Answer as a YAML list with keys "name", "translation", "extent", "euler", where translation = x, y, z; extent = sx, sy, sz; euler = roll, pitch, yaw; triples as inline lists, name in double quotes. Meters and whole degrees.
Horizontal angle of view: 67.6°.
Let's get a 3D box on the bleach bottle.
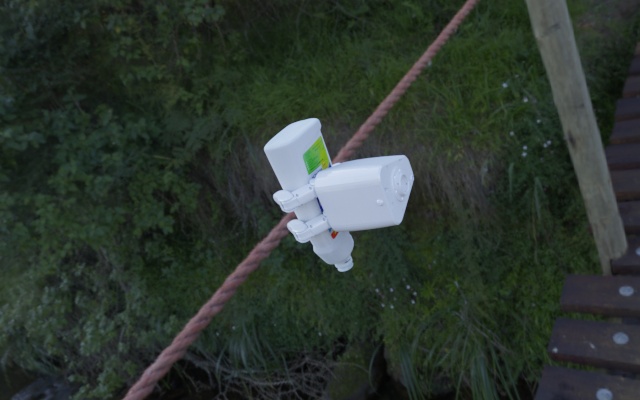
- name: "bleach bottle"
  translation: [0.000, 0.003, 0.772]
  extent: [0.068, 0.251, 0.102]
  euler: [-6, 29, 35]
